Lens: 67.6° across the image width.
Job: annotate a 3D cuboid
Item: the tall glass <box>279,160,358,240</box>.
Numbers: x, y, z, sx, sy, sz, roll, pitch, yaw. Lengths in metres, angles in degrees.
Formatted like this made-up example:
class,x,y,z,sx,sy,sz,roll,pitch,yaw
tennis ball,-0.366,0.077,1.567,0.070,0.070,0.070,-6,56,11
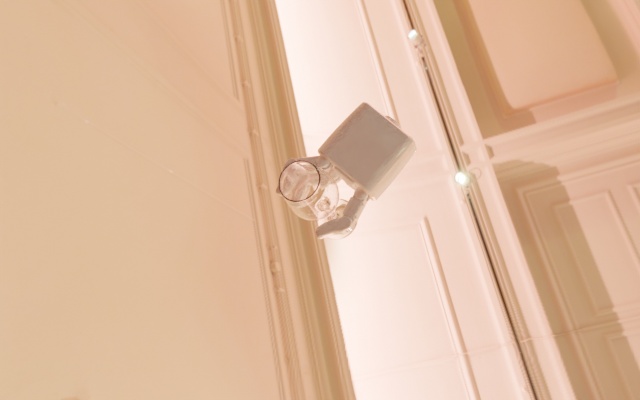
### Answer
class,x,y,z,sx,sy,sz,roll,pitch,yaw
tall glass,0.000,0.003,0.748,0.079,0.079,0.201,0,-17,19
